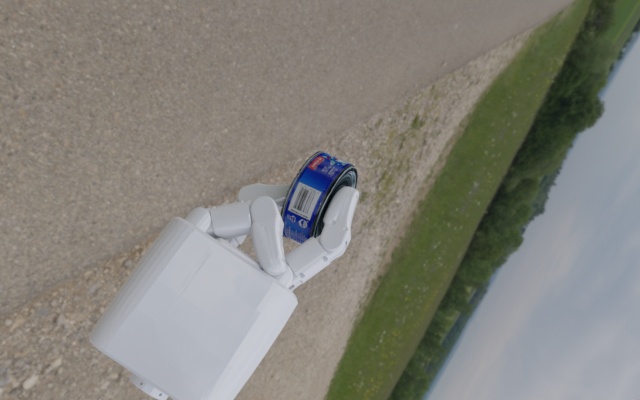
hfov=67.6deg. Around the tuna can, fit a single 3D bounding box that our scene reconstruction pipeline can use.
[{"bbox_3d":[0.001,0.002,0.427,0.033,0.086,0.086,25,8,17],"label":"tuna can"}]
